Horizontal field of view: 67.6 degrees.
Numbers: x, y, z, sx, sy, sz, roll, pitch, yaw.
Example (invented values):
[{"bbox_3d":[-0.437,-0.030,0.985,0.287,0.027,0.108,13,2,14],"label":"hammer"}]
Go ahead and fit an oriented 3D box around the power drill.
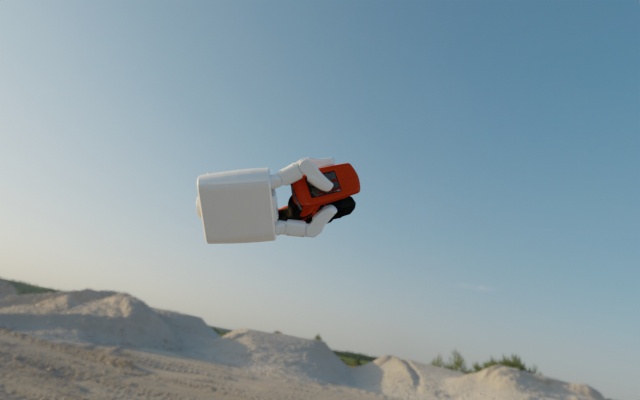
[{"bbox_3d":[0.000,0.002,0.806,0.184,0.057,0.188,-16,-16,-22],"label":"power drill"}]
